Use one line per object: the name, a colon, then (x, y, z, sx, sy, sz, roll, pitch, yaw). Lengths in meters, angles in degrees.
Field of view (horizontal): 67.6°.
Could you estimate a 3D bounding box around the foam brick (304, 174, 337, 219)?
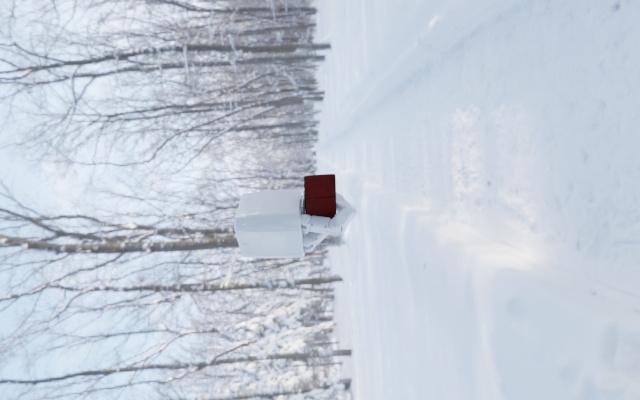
foam brick: (0.000, 0.002, 0.781, 0.051, 0.053, 0.078, -2, -44, 1)
